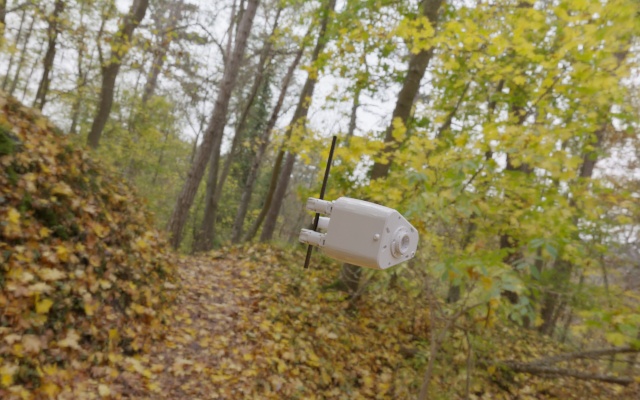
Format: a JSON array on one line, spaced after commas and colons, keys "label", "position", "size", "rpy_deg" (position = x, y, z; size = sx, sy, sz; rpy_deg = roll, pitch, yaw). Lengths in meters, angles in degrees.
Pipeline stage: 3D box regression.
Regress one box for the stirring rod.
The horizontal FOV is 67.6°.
[{"label": "stirring rod", "position": [0.000, 0.003, 0.849], "size": [0.011, 0.239, 0.011], "rpy_deg": [13, -1, 0]}]
